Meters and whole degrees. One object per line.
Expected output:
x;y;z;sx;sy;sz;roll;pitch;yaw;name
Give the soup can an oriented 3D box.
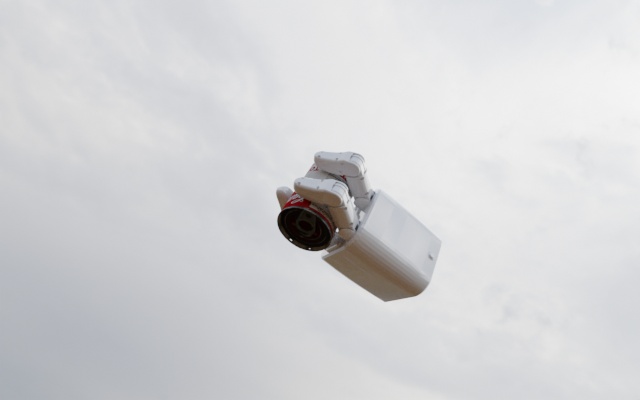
0.000;0.001;0.576;0.068;0.068;0.102;0;39;29;soup can
